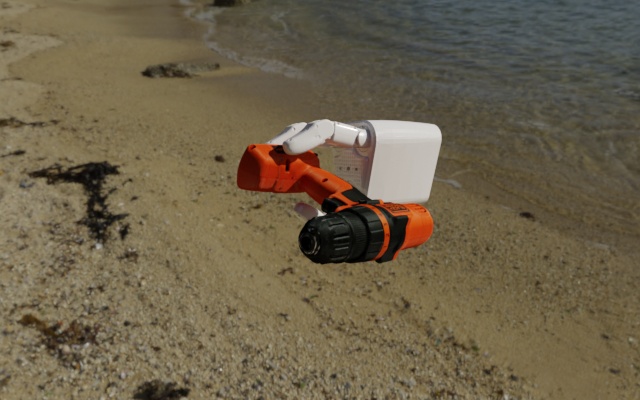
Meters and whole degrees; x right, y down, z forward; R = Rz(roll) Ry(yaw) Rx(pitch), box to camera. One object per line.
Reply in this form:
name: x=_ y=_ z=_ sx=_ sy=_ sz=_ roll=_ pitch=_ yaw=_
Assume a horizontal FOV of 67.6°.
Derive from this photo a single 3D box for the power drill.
power drill: x=0.000 y=0.001 z=0.485 sx=0.187 sy=0.057 sz=0.184 roll=33 pitch=21 yaw=34
